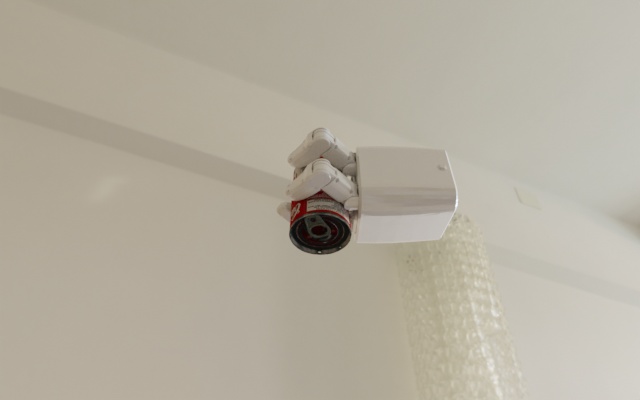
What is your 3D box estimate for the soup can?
[{"bbox_3d":[0.000,0.002,0.551,0.068,0.102,0.069,0,-45,0],"label":"soup can"}]
